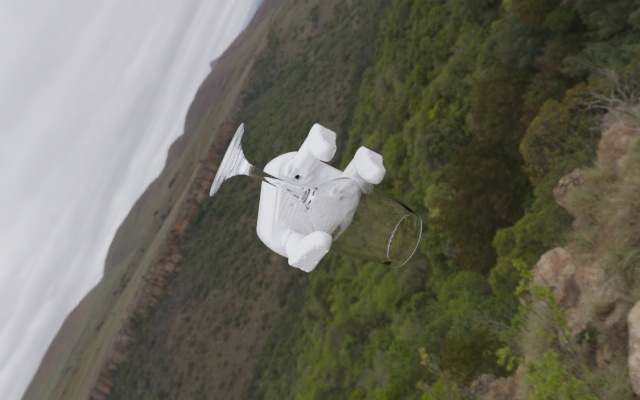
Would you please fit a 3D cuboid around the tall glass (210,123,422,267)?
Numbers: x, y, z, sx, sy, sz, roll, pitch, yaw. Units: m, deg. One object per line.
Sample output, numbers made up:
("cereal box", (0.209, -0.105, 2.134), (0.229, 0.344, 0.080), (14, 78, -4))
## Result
("tall glass", (-0.001, 0.001, 0.468), (0.201, 0.079, 0.079), (24, -7, -16))
